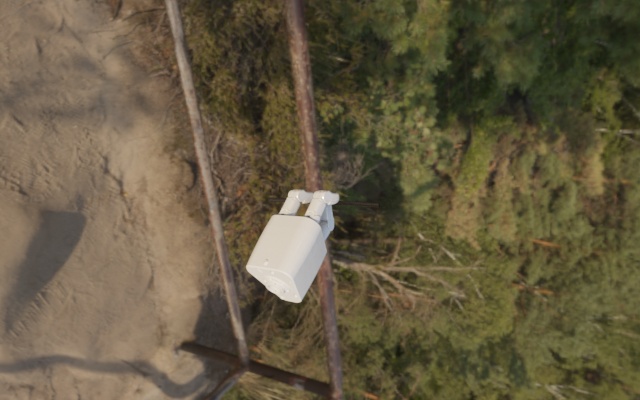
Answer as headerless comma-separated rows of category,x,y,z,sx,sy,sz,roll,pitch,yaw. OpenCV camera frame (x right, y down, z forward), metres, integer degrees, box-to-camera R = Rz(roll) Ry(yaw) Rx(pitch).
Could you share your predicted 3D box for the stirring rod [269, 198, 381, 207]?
stirring rod,0.000,0.003,0.871,0.239,0.011,0.011,3,1,34
